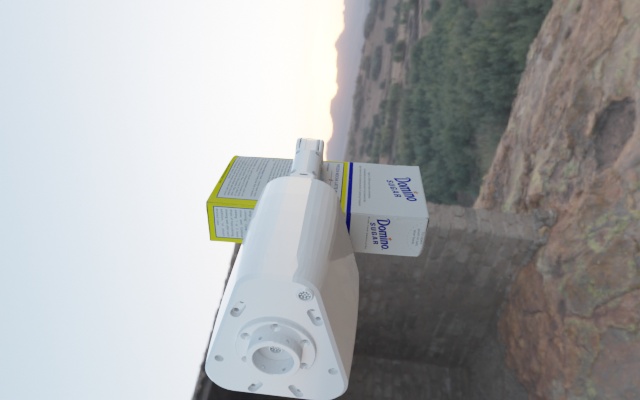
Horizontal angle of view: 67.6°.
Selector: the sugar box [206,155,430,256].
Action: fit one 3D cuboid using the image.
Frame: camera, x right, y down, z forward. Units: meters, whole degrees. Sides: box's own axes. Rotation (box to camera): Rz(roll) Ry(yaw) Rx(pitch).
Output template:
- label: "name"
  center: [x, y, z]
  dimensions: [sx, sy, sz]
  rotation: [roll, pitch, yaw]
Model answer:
- label: "sugar box"
  center: [0.000, 0.002, 0.417]
  dimensions: [0.176, 0.048, 0.093]
  rotation: [7, 31, 3]
